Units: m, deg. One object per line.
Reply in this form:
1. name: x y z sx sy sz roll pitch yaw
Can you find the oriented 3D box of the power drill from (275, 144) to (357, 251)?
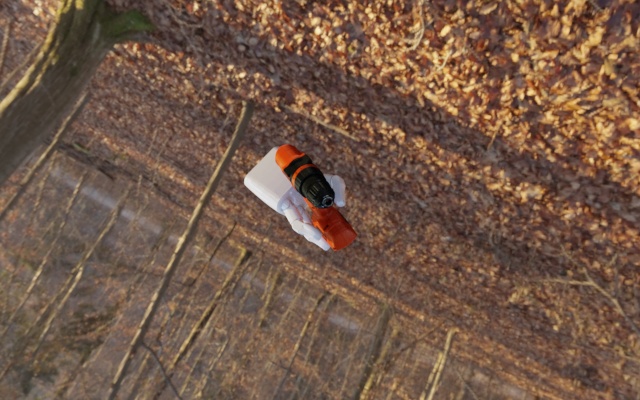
1. power drill: 0.000 0.003 0.839 0.057 0.188 0.184 -33 40 -5
